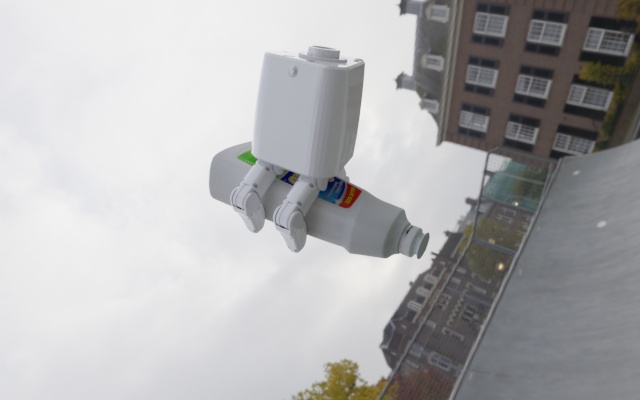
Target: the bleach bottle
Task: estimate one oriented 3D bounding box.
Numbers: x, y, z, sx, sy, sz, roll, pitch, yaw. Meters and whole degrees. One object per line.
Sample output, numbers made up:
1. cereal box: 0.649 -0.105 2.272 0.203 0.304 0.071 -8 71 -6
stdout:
1. bleach bottle: 0.000 0.002 0.523 0.251 0.068 0.102 21 26 27
